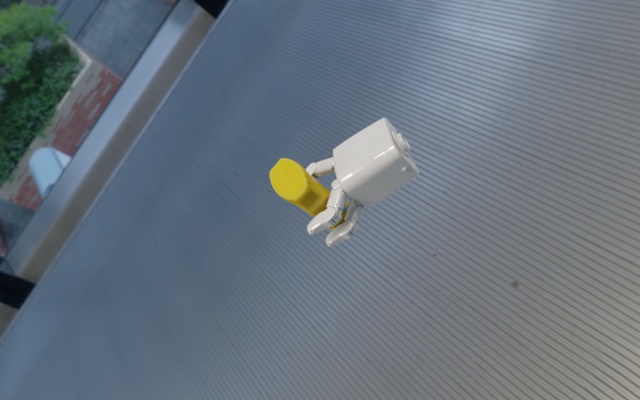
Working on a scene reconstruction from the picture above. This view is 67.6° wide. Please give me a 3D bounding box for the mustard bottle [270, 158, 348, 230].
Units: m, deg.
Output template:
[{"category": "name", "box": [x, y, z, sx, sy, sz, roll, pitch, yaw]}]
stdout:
[{"category": "mustard bottle", "box": [0.000, 0.003, 0.817, 0.192, 0.058, 0.096, 36, 6, -46]}]
